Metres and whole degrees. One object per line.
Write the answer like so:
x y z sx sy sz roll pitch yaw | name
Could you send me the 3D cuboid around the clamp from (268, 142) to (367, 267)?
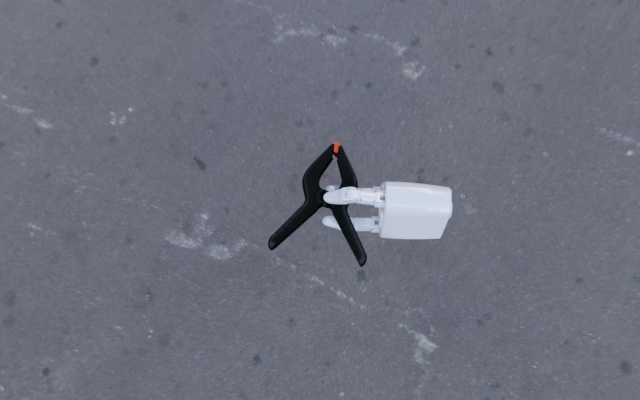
0.000 0.002 0.807 0.164 0.210 0.036 4 -14 2 | clamp
